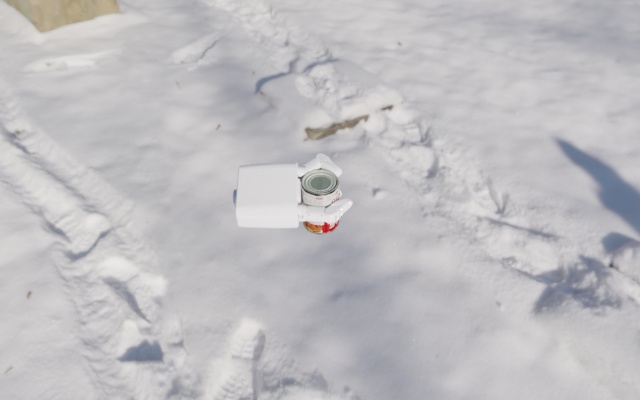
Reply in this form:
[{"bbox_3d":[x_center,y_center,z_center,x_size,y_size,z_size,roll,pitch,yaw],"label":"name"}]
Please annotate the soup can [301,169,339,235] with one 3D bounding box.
[{"bbox_3d":[0.001,0.003,0.859,0.068,0.102,0.068,-1,45,1],"label":"soup can"}]
